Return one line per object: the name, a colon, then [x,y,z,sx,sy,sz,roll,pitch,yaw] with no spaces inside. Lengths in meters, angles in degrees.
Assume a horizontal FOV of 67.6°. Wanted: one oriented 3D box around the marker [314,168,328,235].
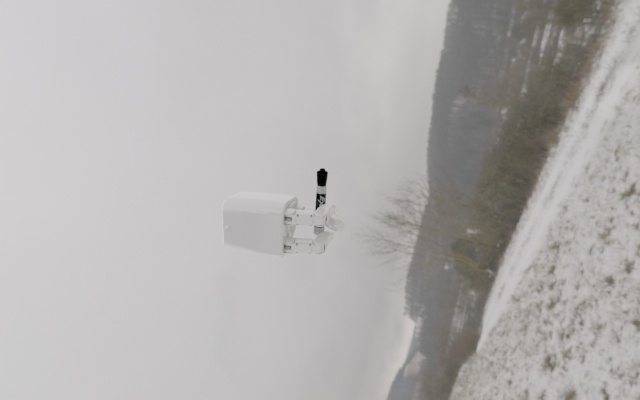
marker: [0.000,0.003,0.814,0.020,0.121,0.020,3,26,-1]
